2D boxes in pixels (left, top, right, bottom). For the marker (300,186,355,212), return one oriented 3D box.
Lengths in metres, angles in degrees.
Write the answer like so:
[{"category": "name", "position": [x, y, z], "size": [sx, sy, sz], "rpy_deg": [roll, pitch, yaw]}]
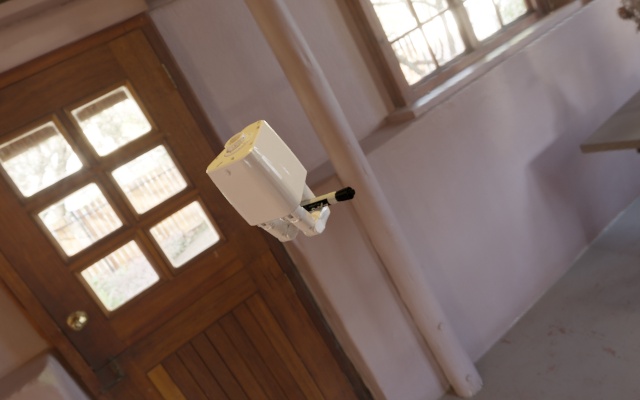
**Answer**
[{"category": "marker", "position": [0.000, 0.002, 0.712], "size": [0.121, 0.020, 0.020], "rpy_deg": [-17, -10, 36]}]
